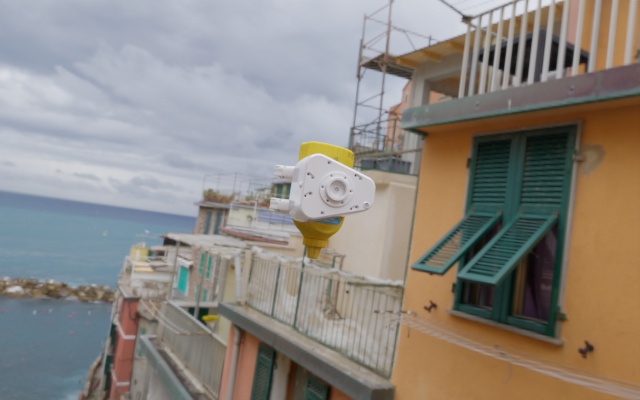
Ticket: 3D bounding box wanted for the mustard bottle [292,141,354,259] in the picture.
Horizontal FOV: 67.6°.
[{"bbox_3d":[0.000,0.002,0.807,0.096,0.191,0.058,10,-4,-35],"label":"mustard bottle"}]
